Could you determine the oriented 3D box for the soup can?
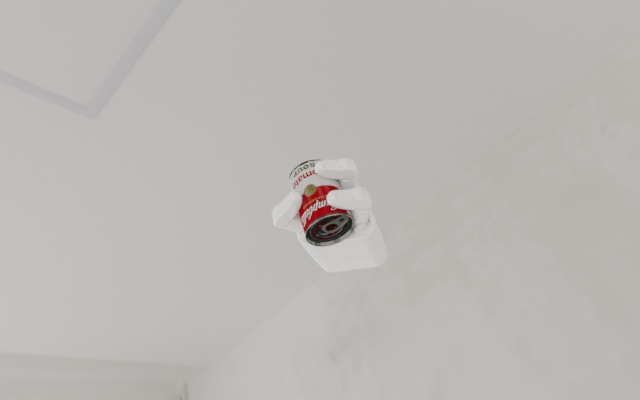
[{"bbox_3d":[0.000,0.002,0.652,0.068,0.102,0.069,-12,-38,-9],"label":"soup can"}]
